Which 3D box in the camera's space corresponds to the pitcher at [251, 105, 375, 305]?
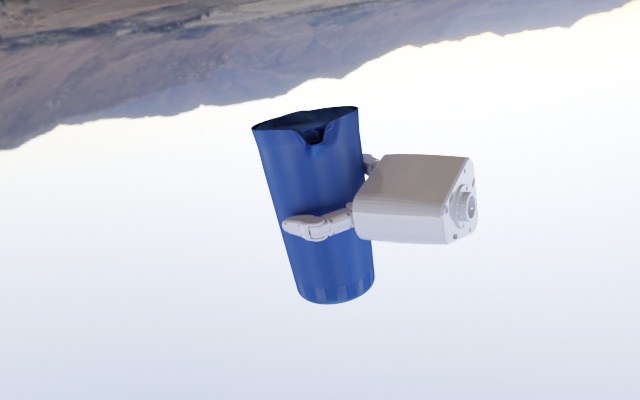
[{"bbox_3d":[0.000,0.002,0.624,0.145,0.243,0.149,4,23,37],"label":"pitcher"}]
